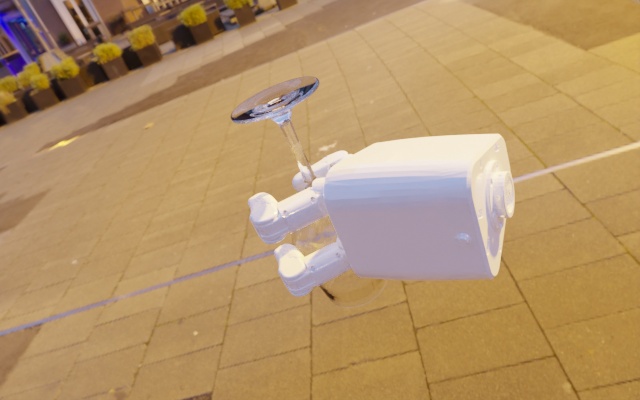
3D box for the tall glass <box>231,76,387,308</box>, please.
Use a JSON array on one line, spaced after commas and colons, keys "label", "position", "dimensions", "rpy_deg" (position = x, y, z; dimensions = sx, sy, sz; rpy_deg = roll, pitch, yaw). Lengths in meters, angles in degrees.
[{"label": "tall glass", "position": [0.000, 0.001, 0.414], "dimensions": [0.079, 0.201, 0.079], "rpy_deg": [-18, 29, 10]}]
